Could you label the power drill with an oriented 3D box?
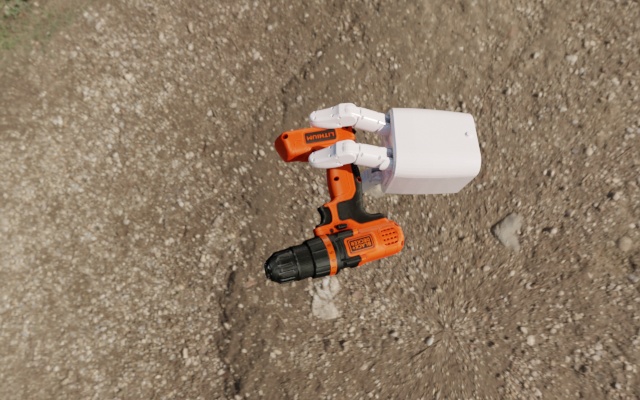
[{"bbox_3d":[0.000,0.001,0.612,0.184,0.187,0.057,-12,-10,-21],"label":"power drill"}]
